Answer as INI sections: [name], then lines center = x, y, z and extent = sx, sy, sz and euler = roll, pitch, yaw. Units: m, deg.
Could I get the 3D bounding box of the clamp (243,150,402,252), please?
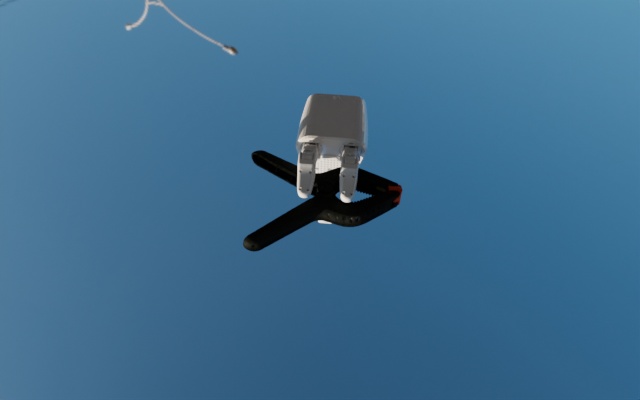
[clamp]
center = 0.001, 0.002, 0.623
extent = 0.210, 0.164, 0.036
euler = 4, -39, 3
